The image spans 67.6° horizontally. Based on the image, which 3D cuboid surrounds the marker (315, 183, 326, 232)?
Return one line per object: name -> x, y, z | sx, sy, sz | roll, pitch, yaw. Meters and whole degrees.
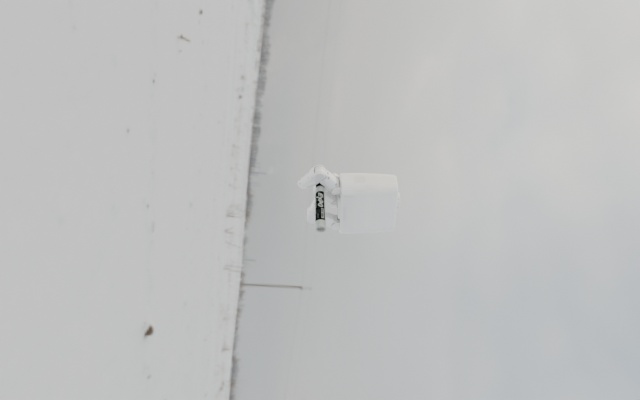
marker -> 0.000, 0.003, 0.851 | 0.020, 0.121, 0.020 | 0, -39, 0
